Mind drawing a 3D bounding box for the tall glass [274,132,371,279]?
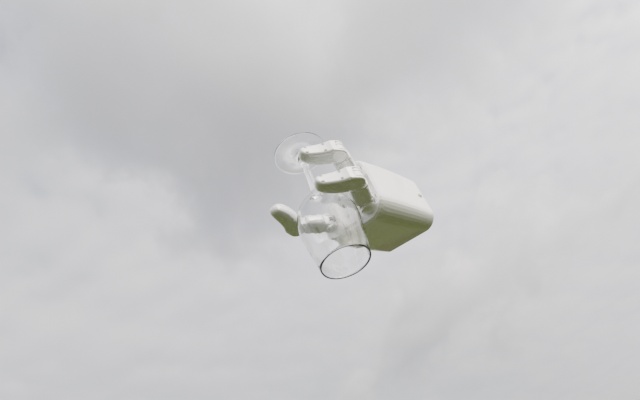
[{"bbox_3d":[0.000,0.002,0.606,0.079,0.079,0.201,0,43,-23],"label":"tall glass"}]
